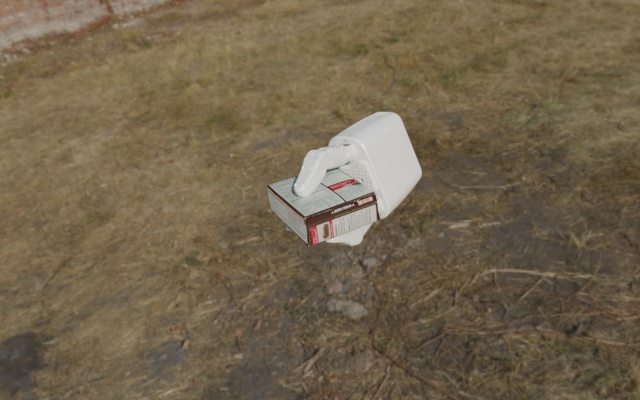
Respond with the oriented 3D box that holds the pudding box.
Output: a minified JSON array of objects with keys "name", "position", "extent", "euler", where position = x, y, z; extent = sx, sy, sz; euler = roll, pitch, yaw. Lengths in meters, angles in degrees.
[{"name":"pudding box","position":[0.000,0.002,0.545],"extent":[0.090,0.039,0.113],"euler":[-20,26,-20]}]
